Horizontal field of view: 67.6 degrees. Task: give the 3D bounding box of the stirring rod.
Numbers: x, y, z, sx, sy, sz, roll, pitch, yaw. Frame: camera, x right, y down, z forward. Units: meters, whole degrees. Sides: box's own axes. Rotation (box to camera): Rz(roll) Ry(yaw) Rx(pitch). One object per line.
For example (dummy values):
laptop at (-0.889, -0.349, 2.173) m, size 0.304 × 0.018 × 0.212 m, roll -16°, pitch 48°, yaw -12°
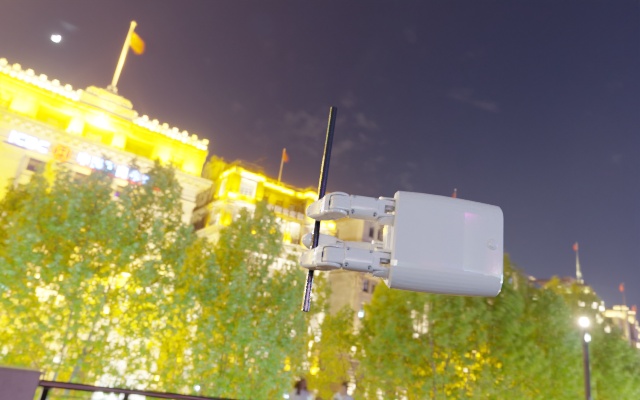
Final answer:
stirring rod at (0.000, 0.002, 0.531) m, size 0.011 × 0.239 × 0.011 m, roll 7°, pitch -20°, yaw 3°
